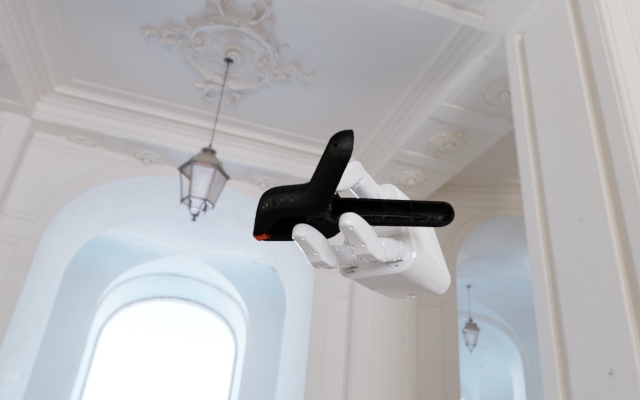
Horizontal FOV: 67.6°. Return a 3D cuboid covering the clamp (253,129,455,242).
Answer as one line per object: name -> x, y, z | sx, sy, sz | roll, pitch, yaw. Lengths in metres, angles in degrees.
clamp -> 0.000, 0.001, 0.463 | 0.210, 0.036, 0.165 | -13, -34, 34
